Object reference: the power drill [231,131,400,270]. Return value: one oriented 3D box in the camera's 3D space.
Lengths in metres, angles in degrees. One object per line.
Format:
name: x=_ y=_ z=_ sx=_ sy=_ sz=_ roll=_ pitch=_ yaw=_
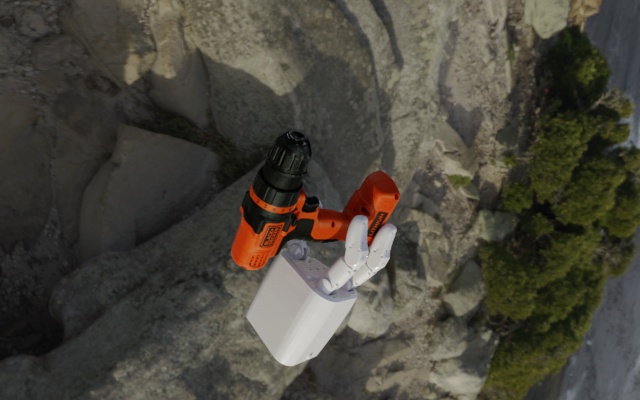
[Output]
power drill: x=0.000 y=0.002 z=0.560 sx=0.187 sy=0.184 sz=0.057 roll=0 pitch=44 yaw=-34
